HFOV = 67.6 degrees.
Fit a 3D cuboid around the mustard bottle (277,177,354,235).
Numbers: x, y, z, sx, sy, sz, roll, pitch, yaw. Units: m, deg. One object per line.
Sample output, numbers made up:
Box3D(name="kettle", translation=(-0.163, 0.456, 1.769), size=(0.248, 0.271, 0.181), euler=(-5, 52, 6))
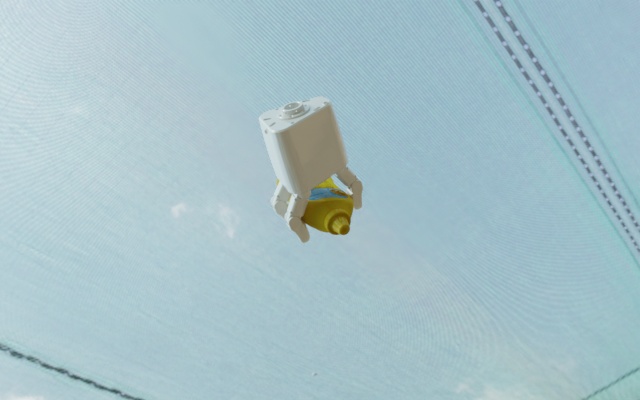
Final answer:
Box3D(name="mustard bottle", translation=(0.000, 0.003, 0.785), size=(0.096, 0.058, 0.191), euler=(-2, 26, -24))
